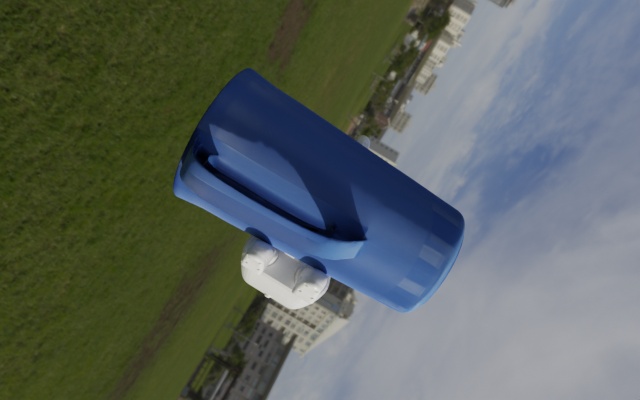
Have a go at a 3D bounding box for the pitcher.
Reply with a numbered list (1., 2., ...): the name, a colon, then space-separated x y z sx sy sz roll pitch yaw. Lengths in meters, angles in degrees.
1. pitcher: 0.000 0.001 0.427 0.243 0.149 0.145 31 -26 -1
